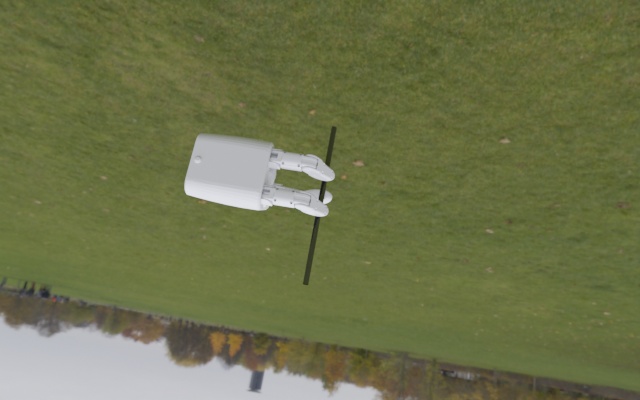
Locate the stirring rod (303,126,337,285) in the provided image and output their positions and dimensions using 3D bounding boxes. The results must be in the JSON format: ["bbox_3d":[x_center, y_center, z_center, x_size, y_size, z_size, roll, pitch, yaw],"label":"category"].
[{"bbox_3d":[0.000,0.002,0.690,0.011,0.239,0.011,9,-17,3],"label":"stirring rod"}]
